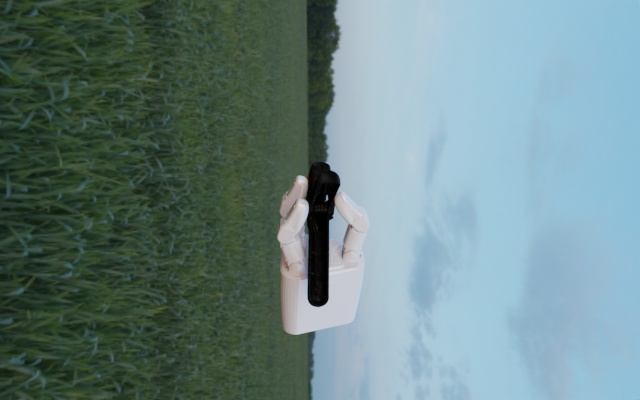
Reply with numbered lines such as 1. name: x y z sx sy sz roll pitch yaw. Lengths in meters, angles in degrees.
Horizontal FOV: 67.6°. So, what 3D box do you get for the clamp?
1. clamp: 0.001 0.002 0.591 0.036 0.165 0.209 4 31 -5
